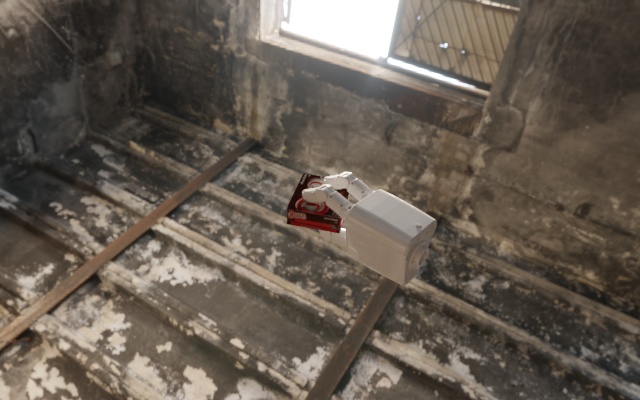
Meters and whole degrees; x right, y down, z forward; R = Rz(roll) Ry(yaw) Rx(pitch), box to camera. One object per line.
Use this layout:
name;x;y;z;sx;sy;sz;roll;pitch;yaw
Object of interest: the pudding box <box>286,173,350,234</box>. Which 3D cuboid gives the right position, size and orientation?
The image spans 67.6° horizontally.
pudding box;0.000;0.003;0.796;0.090;0.039;0.113;10;34;7
